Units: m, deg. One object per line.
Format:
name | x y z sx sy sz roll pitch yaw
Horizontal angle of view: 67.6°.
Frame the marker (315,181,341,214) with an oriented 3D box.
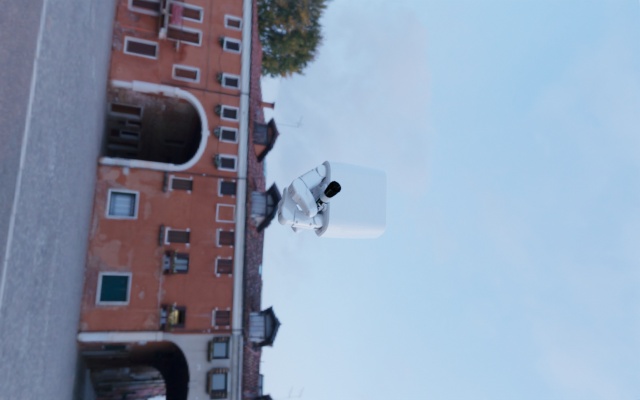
marker | 0.000 0.002 0.708 0.020 0.020 0.121 0 -23 -24
